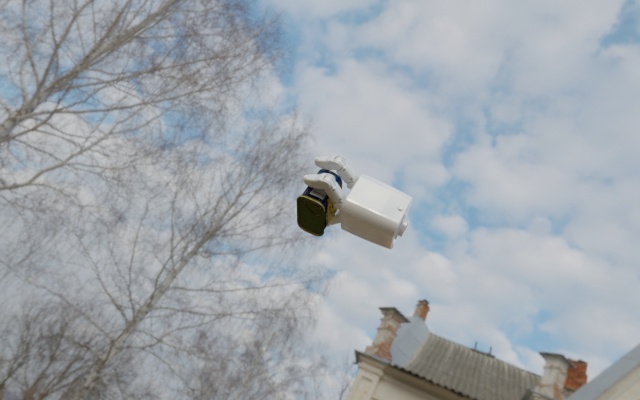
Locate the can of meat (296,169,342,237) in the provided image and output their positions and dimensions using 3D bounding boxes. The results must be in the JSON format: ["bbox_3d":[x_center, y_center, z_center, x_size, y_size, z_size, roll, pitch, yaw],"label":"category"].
[{"bbox_3d":[0.000,0.003,0.899,0.057,0.084,0.102,22,-37,17],"label":"can of meat"}]
